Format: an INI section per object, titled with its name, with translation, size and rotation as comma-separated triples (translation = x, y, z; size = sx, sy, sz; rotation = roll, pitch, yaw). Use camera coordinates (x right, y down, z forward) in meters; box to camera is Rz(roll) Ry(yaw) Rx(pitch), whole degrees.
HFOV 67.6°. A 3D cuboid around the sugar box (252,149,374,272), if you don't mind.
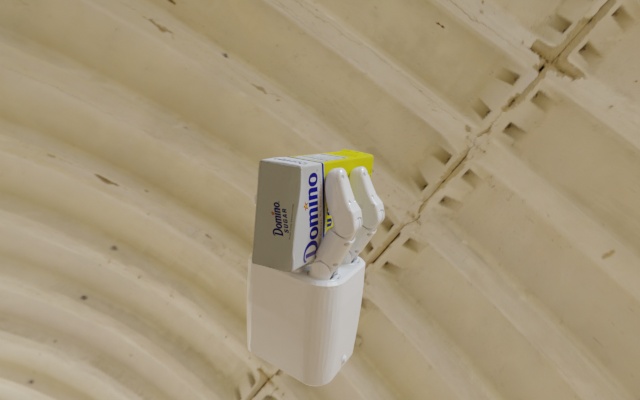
[sugar box]
translation = 0.001, 0.002, 0.468
size = 0.048, 0.093, 0.176
rotation = 11, 13, 21
